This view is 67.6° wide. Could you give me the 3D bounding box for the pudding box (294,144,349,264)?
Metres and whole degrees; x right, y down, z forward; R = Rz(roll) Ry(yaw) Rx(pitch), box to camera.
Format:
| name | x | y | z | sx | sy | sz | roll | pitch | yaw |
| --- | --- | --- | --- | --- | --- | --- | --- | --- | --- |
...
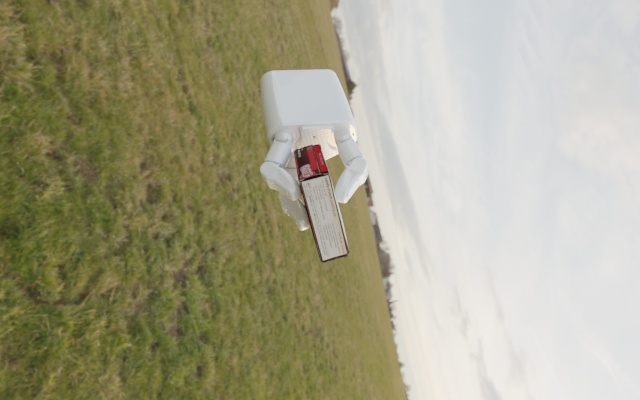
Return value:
| name | x | y | z | sx | sy | sz | roll | pitch | yaw |
| --- | --- | --- | --- | --- | --- | --- | --- | --- | --- |
| pudding box | 0.000 | 0.002 | 0.561 | 0.039 | 0.113 | 0.090 | -16 | 28 | 2 |
